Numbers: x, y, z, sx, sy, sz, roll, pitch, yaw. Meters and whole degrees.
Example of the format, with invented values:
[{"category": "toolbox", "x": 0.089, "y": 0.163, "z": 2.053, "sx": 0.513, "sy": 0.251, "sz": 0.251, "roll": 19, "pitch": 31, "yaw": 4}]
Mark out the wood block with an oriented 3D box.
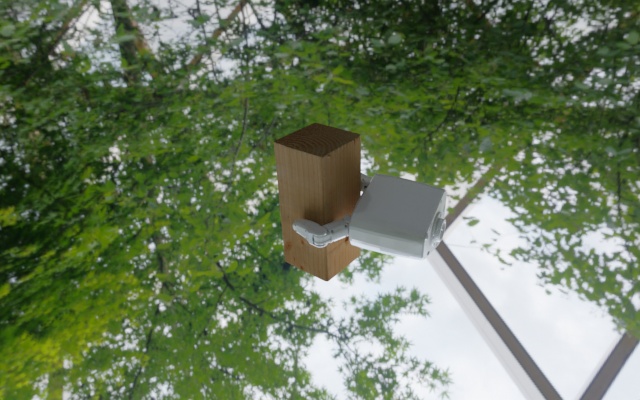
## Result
[{"category": "wood block", "x": 0.000, "y": 0.003, "z": 0.708, "sx": 0.090, "sy": 0.206, "sz": 0.090, "roll": 21, "pitch": 37, "yaw": 35}]
